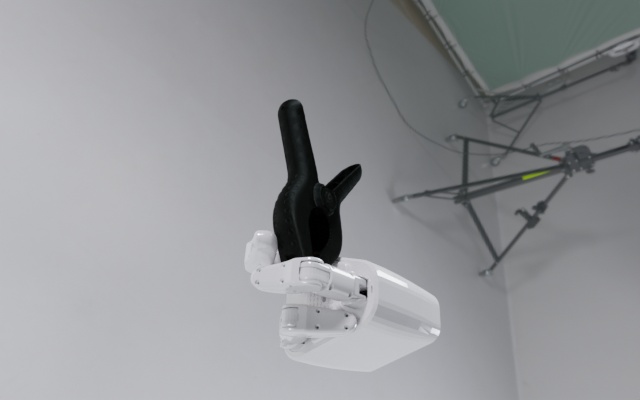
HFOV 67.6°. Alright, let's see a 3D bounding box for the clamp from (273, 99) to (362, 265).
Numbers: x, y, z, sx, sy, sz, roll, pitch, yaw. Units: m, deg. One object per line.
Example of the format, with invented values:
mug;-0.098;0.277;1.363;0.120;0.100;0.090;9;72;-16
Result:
clamp;0.000;0.001;0.441;0.039;0.171;0.120;-21;-36;39
